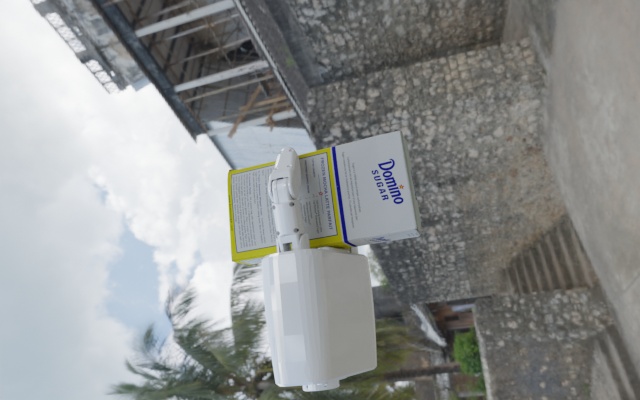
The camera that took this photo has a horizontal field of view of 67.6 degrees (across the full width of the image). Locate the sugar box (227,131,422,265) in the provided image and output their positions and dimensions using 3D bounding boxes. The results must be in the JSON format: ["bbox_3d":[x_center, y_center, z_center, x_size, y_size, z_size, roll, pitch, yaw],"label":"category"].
[{"bbox_3d":[0.000,0.002,0.450,0.176,0.093,0.048,-10,-15,15],"label":"sugar box"}]
